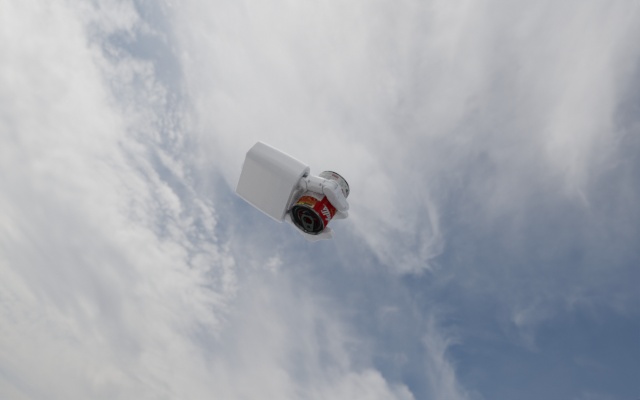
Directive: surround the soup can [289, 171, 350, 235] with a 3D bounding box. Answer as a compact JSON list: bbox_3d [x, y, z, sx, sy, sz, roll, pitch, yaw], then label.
[{"bbox_3d":[0.001,0.003,0.844,0.068,0.068,0.102,0,38,38],"label":"soup can"}]
